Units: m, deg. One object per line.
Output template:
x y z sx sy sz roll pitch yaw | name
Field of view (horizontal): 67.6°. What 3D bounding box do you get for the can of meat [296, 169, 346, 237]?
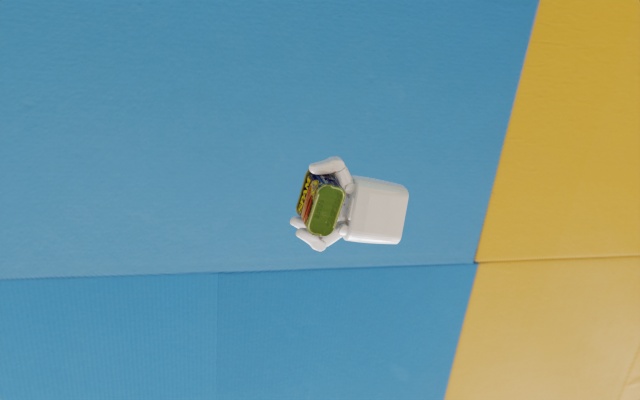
0.000 0.003 0.843 0.057 0.102 0.084 10 20 -19 | can of meat
